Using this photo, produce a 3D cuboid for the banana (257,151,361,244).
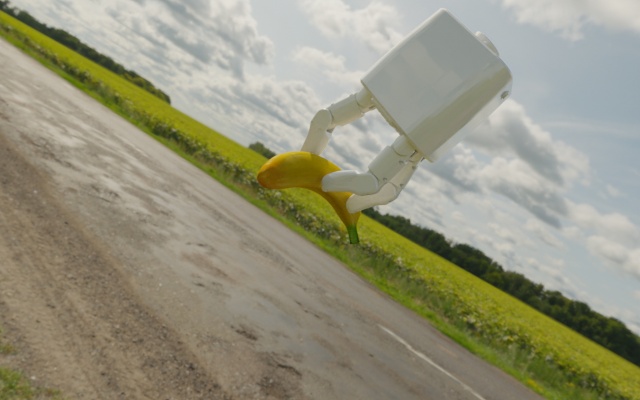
[{"bbox_3d":[0.000,-0.014,0.511,0.037,0.069,0.198,-19,-30,26],"label":"banana"}]
